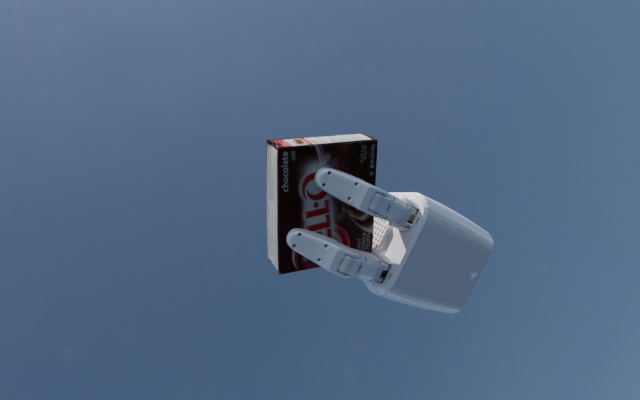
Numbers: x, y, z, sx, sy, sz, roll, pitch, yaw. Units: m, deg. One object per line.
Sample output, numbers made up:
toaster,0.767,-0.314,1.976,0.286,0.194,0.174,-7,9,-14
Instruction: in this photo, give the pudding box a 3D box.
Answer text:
pudding box,0.000,0.001,0.413,0.090,0.113,0.039,-8,19,-24
